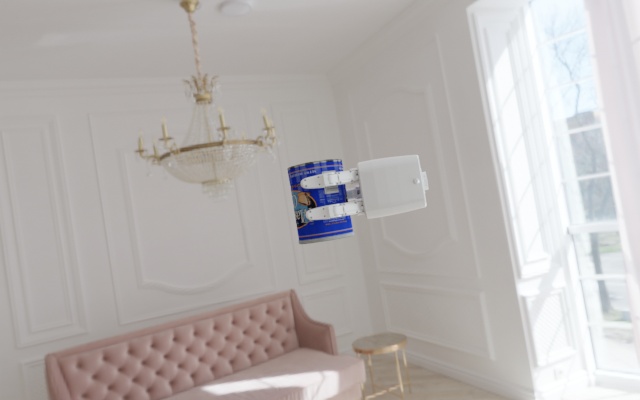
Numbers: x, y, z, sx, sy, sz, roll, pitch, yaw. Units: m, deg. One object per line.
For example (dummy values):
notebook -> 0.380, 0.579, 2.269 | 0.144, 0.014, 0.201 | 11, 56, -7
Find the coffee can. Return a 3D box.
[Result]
coffee can -> 0.000, 0.003, 0.875 | 0.103, 0.140, 0.103 | -9, -2, 0
